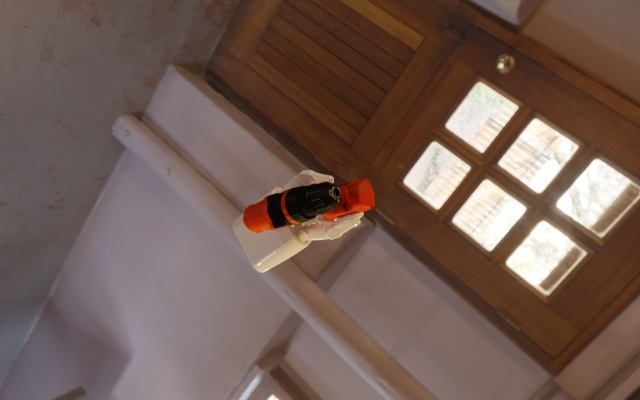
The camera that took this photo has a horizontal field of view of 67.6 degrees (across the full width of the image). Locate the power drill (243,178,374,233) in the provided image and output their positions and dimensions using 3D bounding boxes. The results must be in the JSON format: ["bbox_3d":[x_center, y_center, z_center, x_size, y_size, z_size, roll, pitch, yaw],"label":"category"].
[{"bbox_3d":[0.000,0.002,0.737,0.184,0.057,0.187,-15,-5,42],"label":"power drill"}]
